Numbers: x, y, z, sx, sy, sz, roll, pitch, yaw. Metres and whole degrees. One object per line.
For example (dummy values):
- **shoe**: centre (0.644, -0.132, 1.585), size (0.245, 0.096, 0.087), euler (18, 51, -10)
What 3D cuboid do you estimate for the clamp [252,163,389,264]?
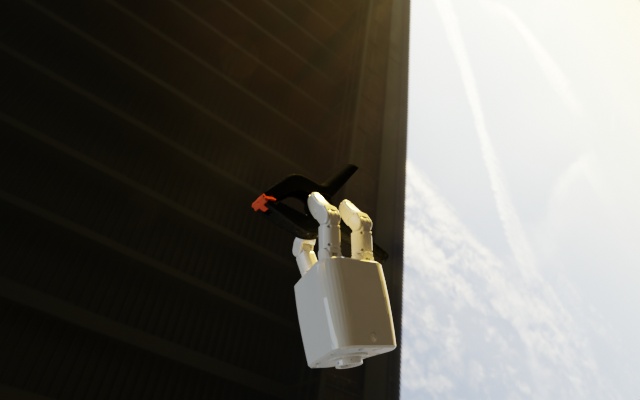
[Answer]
- **clamp**: centre (-0.001, 0.003, 0.661), size (0.210, 0.164, 0.036), euler (13, -37, -37)
